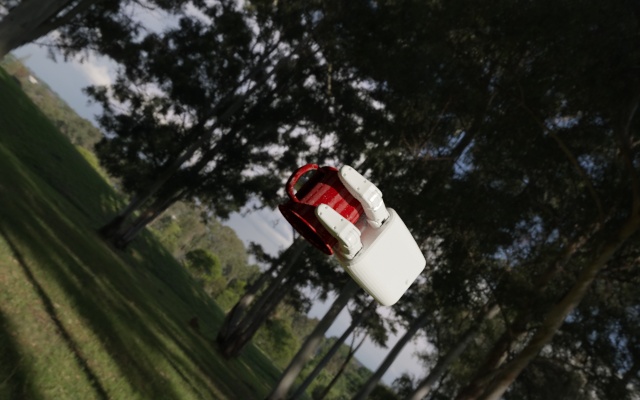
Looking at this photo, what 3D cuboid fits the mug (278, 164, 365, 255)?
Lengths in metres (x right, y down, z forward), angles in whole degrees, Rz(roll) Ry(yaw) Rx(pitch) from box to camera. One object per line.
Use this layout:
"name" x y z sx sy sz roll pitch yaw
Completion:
"mug" -0.001 0.001 0.607 0.093 0.081 0.117 24 -23 53
